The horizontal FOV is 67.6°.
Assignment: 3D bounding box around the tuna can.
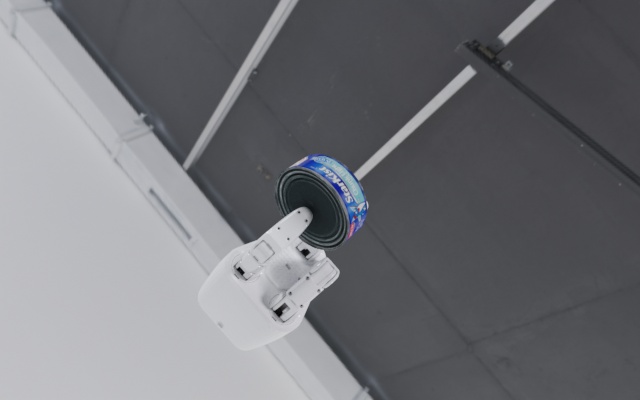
[{"bbox_3d":[0.000,0.001,0.439,0.086,0.086,0.033,0,28,45],"label":"tuna can"}]
